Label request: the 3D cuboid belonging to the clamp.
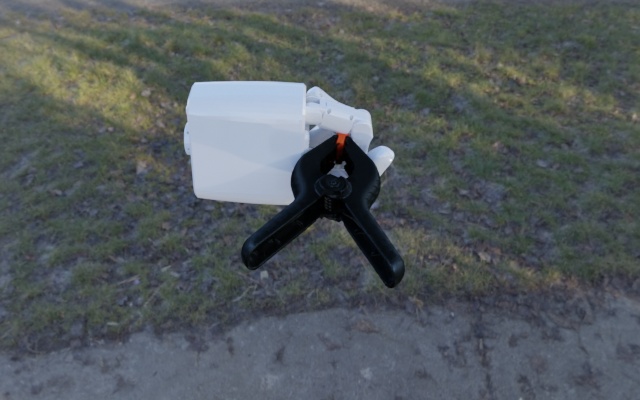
[{"bbox_3d":[0.000,0.001,0.400,0.120,0.039,0.171,5,40,-6],"label":"clamp"}]
